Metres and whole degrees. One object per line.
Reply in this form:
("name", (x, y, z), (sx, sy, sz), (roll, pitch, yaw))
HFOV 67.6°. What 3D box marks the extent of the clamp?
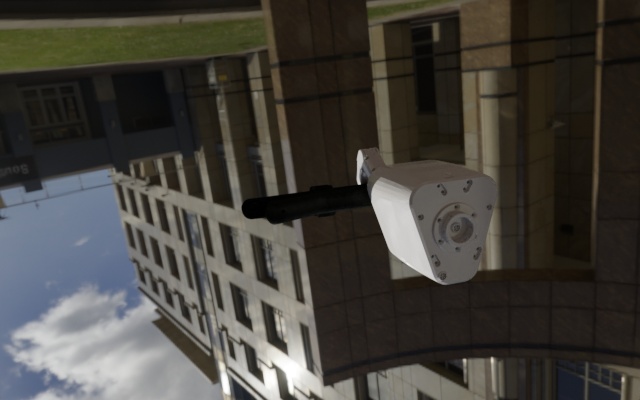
("clamp", (0.000, 0.002, 0.541), (0.171, 0.039, 0.120), (-10, 11, -13))
